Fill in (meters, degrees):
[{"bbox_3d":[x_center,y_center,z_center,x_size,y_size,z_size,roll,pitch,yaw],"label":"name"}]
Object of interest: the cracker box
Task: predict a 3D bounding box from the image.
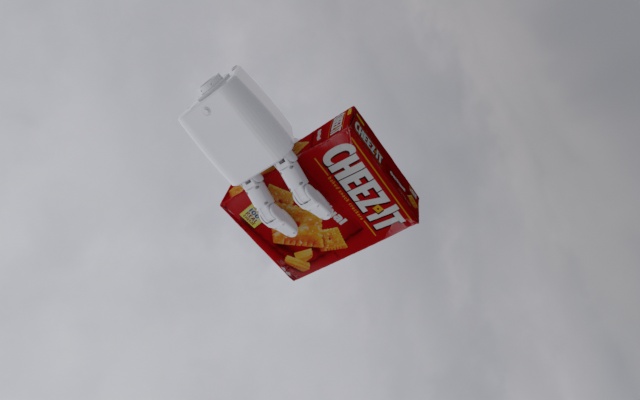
[{"bbox_3d":[0.000,0.002,0.644,0.214,0.164,0.072,-28,25,25],"label":"cracker box"}]
